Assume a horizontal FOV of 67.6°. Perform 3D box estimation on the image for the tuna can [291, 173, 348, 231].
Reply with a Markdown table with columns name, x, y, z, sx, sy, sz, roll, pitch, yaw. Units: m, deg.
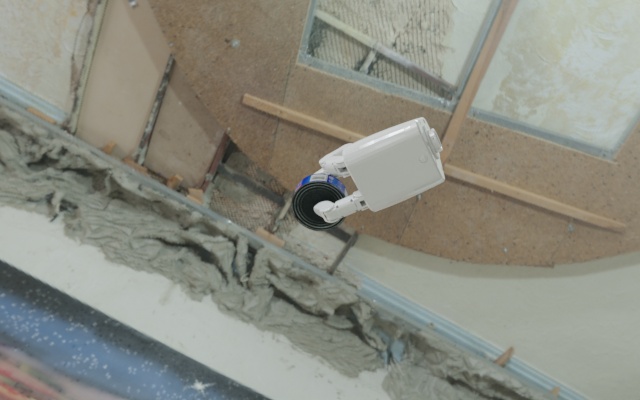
| name | x | y | z | sx | sy | sz | roll | pitch | yaw |
| --- | --- | --- | --- | --- | --- | --- | --- | --- | --- |
| tuna can | 0.000 | 0.002 | 0.730 | 0.086 | 0.086 | 0.033 | 0 | 28 | 7 |
